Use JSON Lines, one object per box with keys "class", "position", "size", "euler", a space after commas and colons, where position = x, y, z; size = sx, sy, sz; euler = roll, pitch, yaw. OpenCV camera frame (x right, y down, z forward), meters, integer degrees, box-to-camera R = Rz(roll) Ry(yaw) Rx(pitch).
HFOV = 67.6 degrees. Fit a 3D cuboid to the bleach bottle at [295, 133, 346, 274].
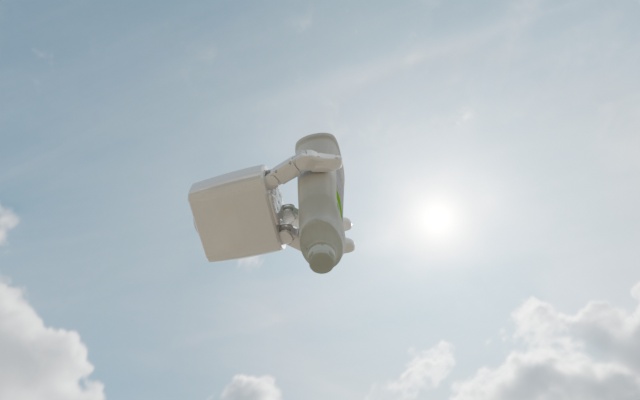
{"class": "bleach bottle", "position": [0.000, 0.002, 0.630], "size": [0.068, 0.103, 0.250], "euler": [-12, 28, 7]}
